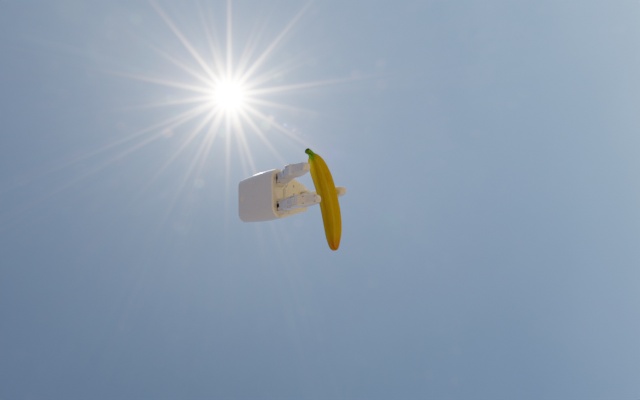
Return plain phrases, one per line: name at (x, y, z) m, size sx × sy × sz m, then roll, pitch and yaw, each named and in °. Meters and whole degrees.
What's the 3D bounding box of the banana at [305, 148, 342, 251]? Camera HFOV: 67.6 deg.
banana at (0.007, -0.005, 0.904) m, size 0.037 × 0.198 × 0.069 m, roll -12°, pitch 10°, yaw 29°
